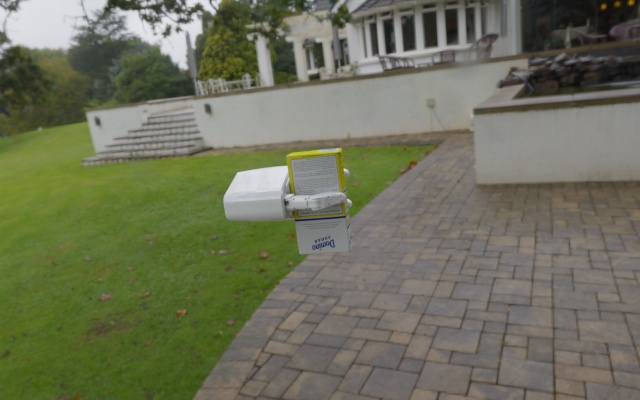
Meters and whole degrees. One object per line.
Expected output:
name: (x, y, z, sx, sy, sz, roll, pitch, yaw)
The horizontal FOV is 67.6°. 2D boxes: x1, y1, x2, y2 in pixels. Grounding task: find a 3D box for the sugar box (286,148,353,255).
sugar box: (0.000, 0.002, 0.826, 0.093, 0.176, 0.048, -4, 15, 12)
